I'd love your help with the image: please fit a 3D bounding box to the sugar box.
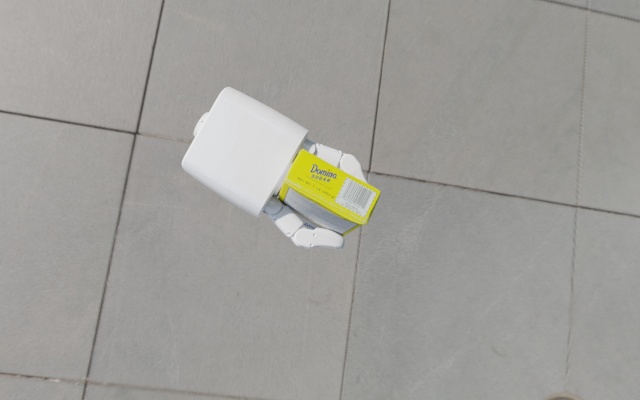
[{"bbox_3d":[0.000,0.001,0.550,0.093,0.048,0.176,29,-11,-3],"label":"sugar box"}]
